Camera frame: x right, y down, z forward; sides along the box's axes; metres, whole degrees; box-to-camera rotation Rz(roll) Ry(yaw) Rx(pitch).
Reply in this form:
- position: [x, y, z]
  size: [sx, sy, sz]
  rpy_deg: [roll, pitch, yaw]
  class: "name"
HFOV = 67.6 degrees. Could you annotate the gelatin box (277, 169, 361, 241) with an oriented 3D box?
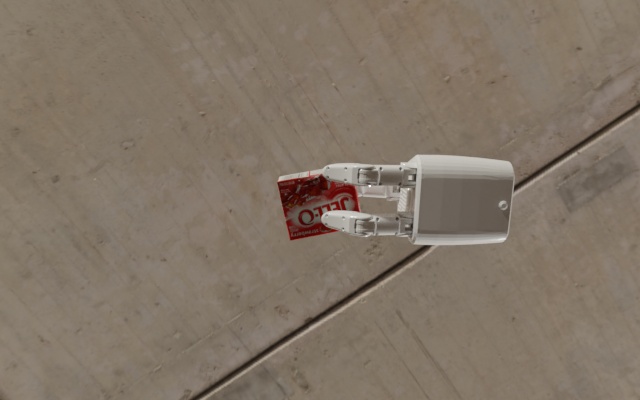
- position: [0.000, 0.002, 0.559]
  size: [0.089, 0.073, 0.030]
  rpy_deg: [-10, 15, 4]
  class: "gelatin box"
